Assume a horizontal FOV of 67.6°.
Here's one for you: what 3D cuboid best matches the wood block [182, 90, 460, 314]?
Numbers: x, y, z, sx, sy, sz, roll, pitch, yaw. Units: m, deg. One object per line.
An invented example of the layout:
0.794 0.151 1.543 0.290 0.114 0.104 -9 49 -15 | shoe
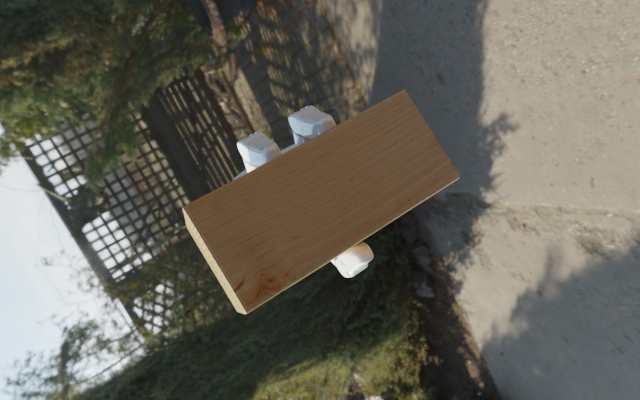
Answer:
0.000 0.002 0.407 0.206 0.091 0.090 -31 -3 -18 | wood block
